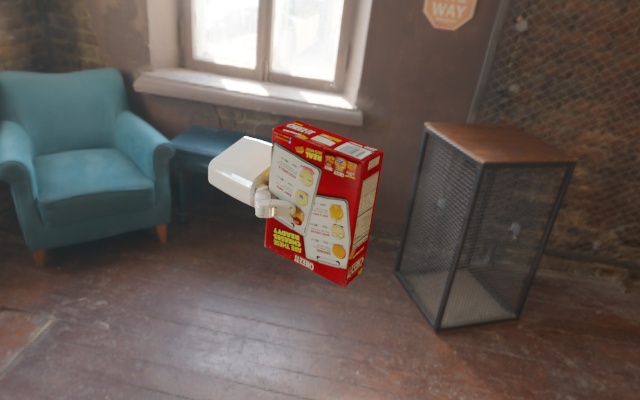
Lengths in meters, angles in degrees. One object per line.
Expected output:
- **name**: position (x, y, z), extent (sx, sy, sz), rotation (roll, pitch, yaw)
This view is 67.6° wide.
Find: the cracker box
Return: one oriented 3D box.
- **cracker box**: position (0.000, 0.002, 0.742), extent (0.164, 0.214, 0.072), rotation (23, 33, 28)
